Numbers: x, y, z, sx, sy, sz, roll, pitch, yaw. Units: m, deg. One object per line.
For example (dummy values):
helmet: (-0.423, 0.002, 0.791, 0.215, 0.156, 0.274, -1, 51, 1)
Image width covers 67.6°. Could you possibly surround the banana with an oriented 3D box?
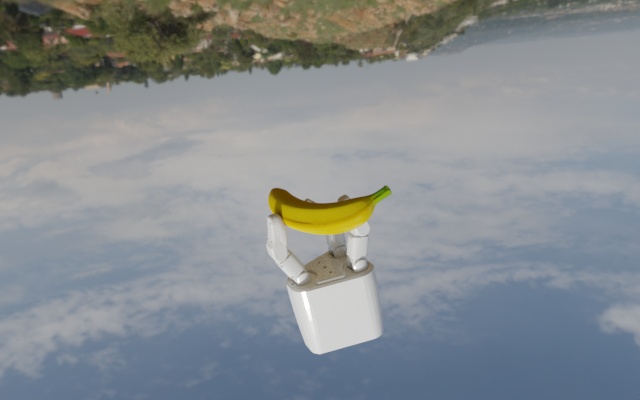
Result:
banana: (-0.008, 0.012, 0.586, 0.198, 0.037, 0.069, 2, 33, 42)
